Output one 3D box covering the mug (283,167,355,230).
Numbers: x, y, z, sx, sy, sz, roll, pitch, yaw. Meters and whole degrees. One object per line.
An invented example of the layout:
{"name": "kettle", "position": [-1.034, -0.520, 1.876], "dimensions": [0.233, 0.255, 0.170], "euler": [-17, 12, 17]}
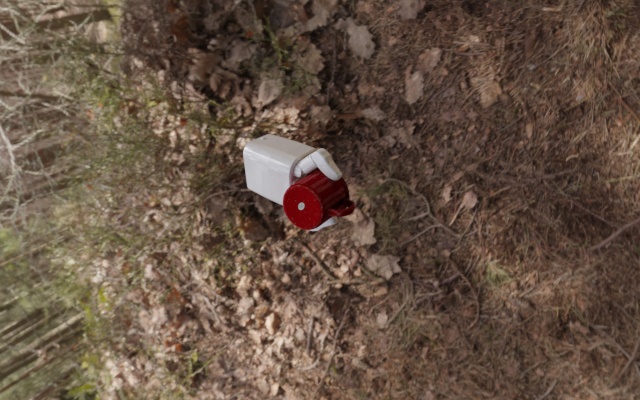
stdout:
{"name": "mug", "position": [0.001, 0.003, 0.800], "dimensions": [0.117, 0.093, 0.081], "euler": [20, 29, 24]}
